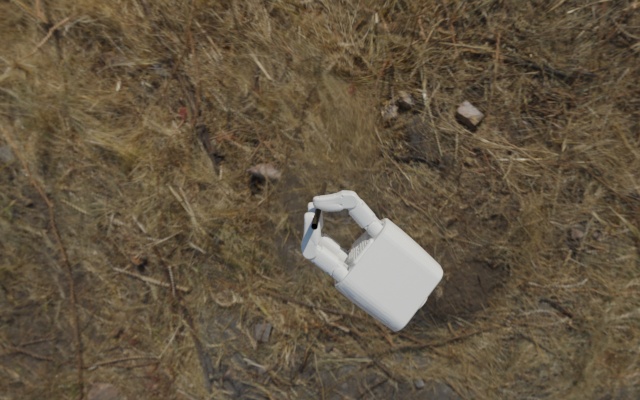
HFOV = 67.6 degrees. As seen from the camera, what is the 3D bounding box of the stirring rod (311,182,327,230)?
[{"bbox_3d":[0.000,0.002,0.683,0.011,0.011,0.239,0,14,4],"label":"stirring rod"}]
